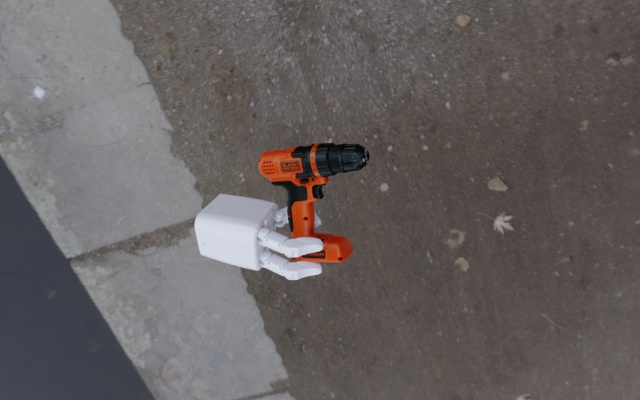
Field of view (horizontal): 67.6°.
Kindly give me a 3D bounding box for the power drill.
[{"bbox_3d":[0.000,0.003,0.754,0.184,0.188,0.057,-2,17,29],"label":"power drill"}]
